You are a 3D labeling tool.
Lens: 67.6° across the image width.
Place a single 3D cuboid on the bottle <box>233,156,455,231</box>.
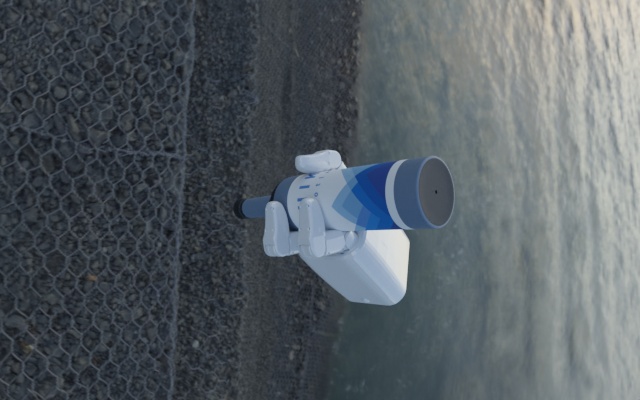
[{"bbox_3d":[0.000,0.002,0.534,0.296,0.069,0.069,-5,-4,44],"label":"bottle"}]
